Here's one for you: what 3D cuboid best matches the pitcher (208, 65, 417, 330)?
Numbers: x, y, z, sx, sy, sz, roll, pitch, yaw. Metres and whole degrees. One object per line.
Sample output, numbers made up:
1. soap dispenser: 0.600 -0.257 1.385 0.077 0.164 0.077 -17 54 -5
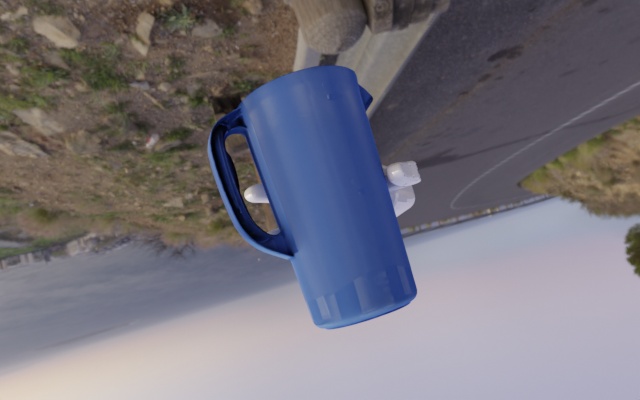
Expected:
1. pitcher: 0.000 0.002 0.484 0.149 0.243 0.145 -21 -9 22
